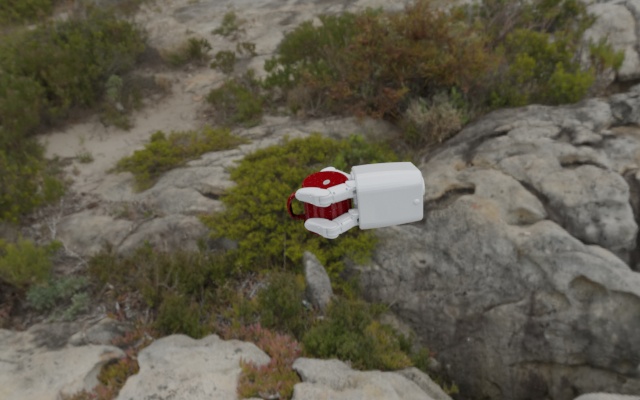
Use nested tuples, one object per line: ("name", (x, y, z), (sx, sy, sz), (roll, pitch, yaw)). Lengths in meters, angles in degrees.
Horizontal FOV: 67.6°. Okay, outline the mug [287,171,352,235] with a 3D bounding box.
("mug", (-0.001, 0.003, 0.822), (0.117, 0.081, 0.093), (-7, 31, 1))
